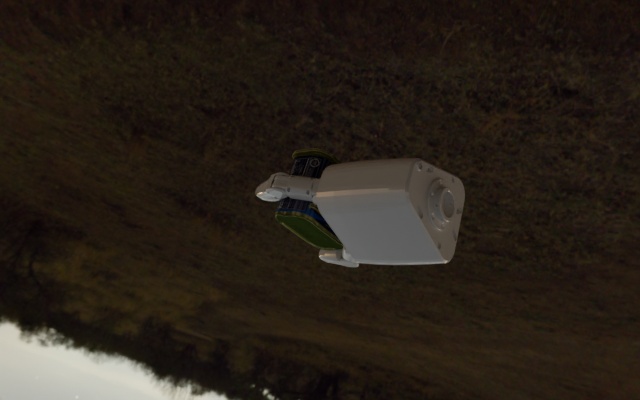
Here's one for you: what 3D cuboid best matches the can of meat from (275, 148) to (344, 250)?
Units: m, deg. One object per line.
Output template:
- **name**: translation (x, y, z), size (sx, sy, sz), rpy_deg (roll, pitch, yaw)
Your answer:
- **can of meat**: translation (0.000, 0.002, 0.560), size (0.057, 0.084, 0.102), rpy_deg (-2, -29, 39)
